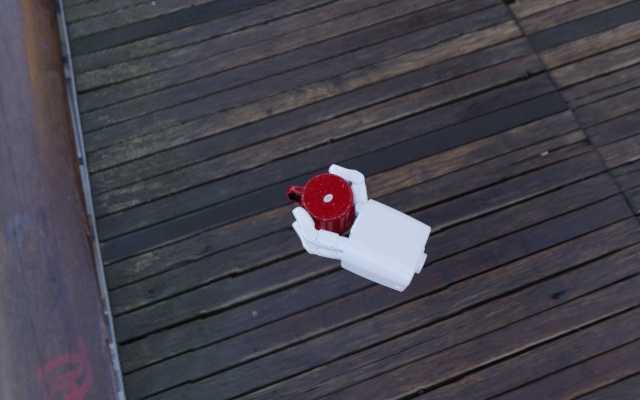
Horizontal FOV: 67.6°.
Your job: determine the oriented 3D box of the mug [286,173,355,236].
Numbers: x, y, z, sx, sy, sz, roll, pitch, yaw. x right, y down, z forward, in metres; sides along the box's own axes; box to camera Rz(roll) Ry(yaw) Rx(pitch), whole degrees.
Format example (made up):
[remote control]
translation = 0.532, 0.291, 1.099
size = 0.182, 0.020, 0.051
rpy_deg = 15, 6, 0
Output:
[mug]
translation = -0.001, 0.002, 0.773
size = 0.117, 0.093, 0.081
rpy_deg = 22, -18, 8
